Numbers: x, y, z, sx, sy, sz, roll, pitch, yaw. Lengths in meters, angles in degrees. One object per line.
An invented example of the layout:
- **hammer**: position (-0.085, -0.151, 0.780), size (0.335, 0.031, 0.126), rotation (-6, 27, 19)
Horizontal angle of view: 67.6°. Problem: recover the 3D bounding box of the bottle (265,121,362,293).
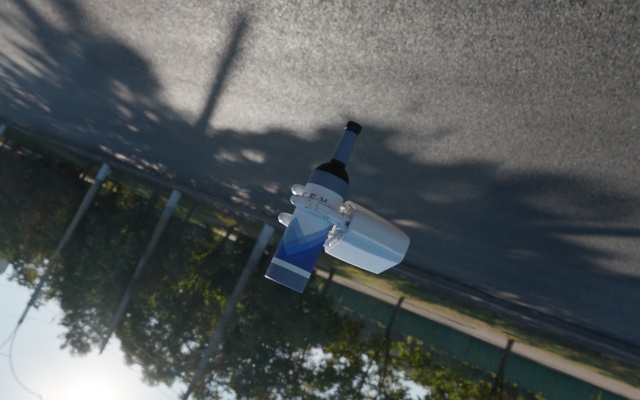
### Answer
- **bottle**: position (0.000, 0.003, 0.792), size (0.069, 0.295, 0.069), rotation (23, -10, 4)
